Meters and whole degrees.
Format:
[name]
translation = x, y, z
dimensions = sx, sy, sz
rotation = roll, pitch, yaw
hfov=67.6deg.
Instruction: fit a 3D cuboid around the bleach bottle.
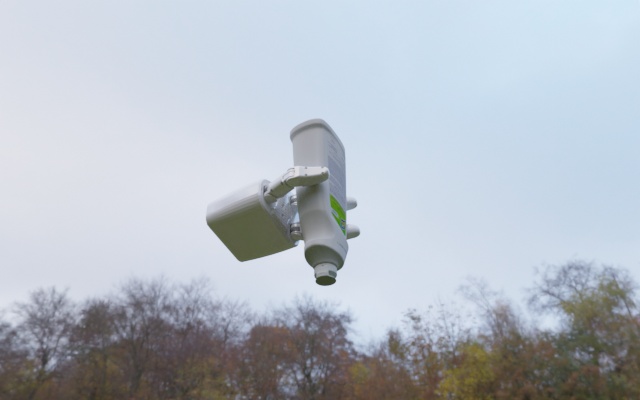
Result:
[bleach bottle]
translation = 0.000, 0.002, 0.697
dimensions = 0.068, 0.250, 0.103
rotation = -20, -41, 23
